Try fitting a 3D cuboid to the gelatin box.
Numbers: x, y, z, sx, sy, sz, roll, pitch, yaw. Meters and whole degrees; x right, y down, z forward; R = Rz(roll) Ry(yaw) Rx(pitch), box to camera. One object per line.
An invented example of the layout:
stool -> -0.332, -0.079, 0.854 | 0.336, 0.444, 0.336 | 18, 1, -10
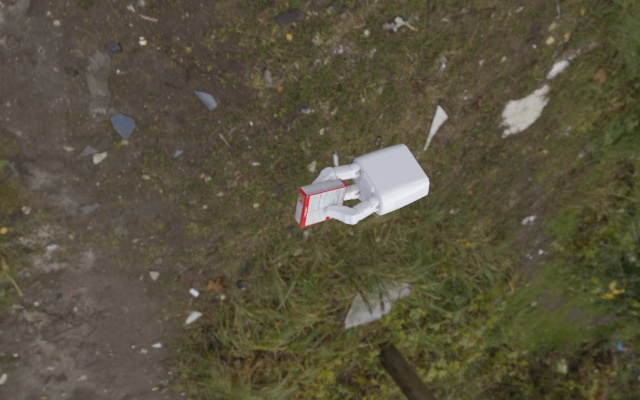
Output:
gelatin box -> 0.000, 0.003, 0.863 | 0.089, 0.073, 0.030 | -15, 45, -30
